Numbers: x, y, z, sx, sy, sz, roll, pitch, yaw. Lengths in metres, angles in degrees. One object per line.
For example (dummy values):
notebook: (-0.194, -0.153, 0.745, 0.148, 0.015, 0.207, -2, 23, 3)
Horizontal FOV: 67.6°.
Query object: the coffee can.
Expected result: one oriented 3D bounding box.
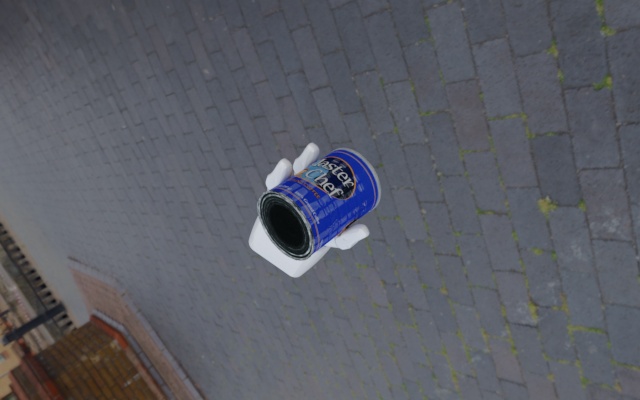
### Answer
coffee can: (0.000, 0.002, 0.650, 0.140, 0.103, 0.103, -34, 21, -36)
